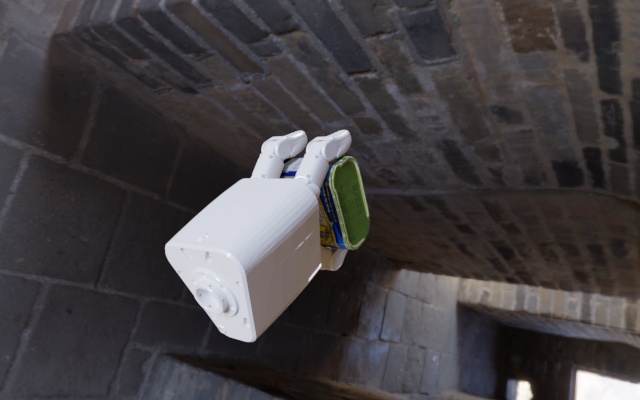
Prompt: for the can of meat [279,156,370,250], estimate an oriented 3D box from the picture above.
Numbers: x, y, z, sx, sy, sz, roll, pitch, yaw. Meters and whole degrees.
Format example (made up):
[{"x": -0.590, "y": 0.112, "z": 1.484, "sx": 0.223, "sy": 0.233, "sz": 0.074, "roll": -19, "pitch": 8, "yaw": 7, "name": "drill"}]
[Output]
[{"x": 0.000, "y": 0.002, "z": 0.511, "sx": 0.084, "sy": 0.102, "sz": 0.057, "roll": 3, "pitch": 30, "yaw": 36, "name": "can of meat"}]
